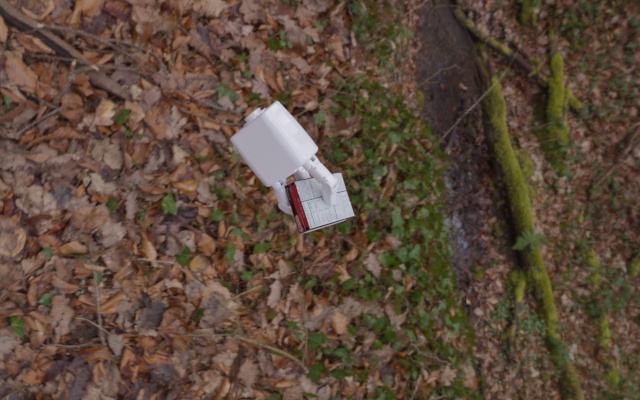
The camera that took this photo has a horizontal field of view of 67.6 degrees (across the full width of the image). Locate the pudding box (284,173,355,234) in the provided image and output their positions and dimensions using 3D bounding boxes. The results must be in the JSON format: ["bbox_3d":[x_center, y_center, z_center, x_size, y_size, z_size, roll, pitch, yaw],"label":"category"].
[{"bbox_3d":[0.000,0.003,0.850,0.113,0.090,0.039,-14,-5,-36],"label":"pudding box"}]
